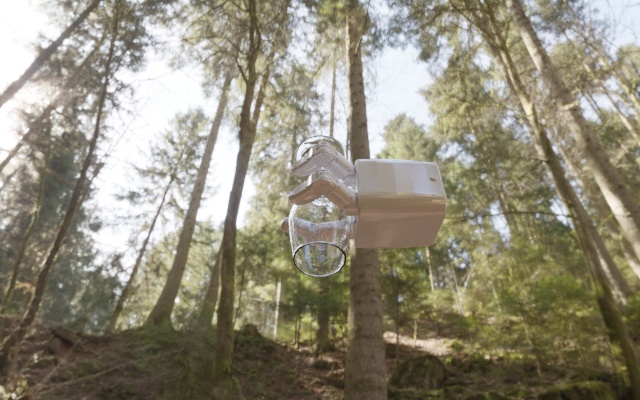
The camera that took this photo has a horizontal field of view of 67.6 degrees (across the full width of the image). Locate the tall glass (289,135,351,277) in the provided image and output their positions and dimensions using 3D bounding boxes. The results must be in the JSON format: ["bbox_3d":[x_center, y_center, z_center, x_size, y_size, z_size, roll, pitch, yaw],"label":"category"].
[{"bbox_3d":[0.000,0.002,0.623,0.079,0.079,0.200,0,42,1],"label":"tall glass"}]
